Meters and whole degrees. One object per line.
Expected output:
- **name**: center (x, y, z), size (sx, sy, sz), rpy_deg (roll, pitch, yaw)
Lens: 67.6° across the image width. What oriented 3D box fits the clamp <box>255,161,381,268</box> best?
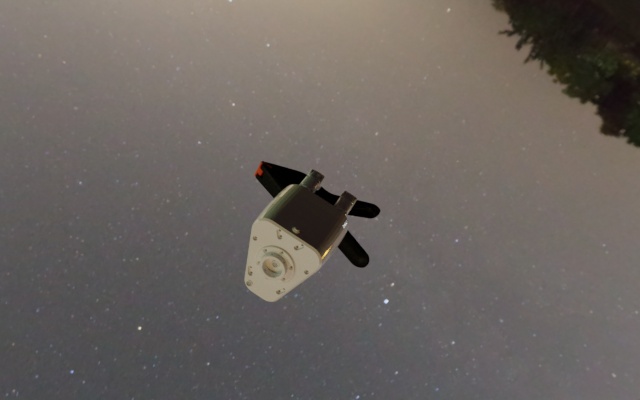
- **clamp**: center (-0.001, 0.003, 0.723), size (0.210, 0.036, 0.164), rpy_deg (34, 28, 3)
